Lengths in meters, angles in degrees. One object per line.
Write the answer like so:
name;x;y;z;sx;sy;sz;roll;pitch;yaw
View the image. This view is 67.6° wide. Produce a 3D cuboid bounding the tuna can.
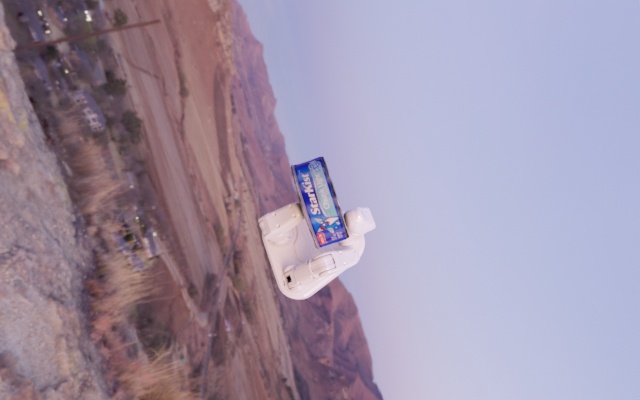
tuna can;0.001;0.001;0.464;0.034;0.086;0.086;-18;-1;2
